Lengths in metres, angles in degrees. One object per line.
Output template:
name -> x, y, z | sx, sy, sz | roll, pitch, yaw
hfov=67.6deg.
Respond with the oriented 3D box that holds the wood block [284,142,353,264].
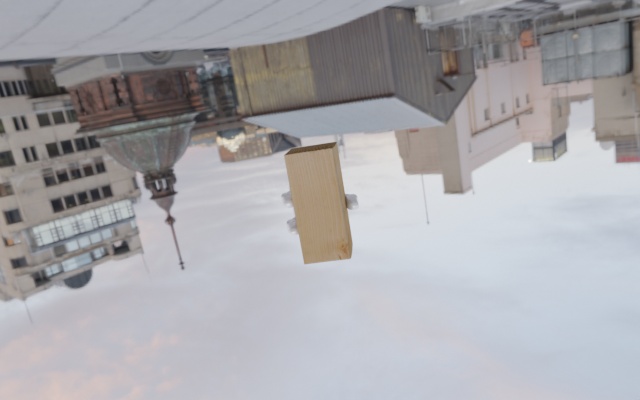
wood block -> 0.001, 0.003, 0.892 | 0.091, 0.206, 0.090 | -8, 13, 8
